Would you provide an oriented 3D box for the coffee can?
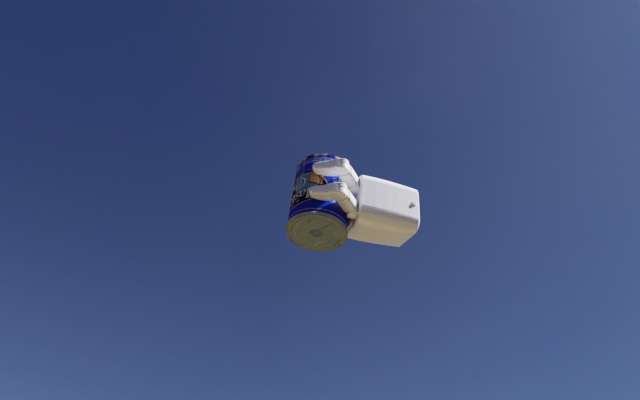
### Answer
[{"bbox_3d":[0.000,0.003,0.829,0.103,0.140,0.103,4,-40,4],"label":"coffee can"}]
